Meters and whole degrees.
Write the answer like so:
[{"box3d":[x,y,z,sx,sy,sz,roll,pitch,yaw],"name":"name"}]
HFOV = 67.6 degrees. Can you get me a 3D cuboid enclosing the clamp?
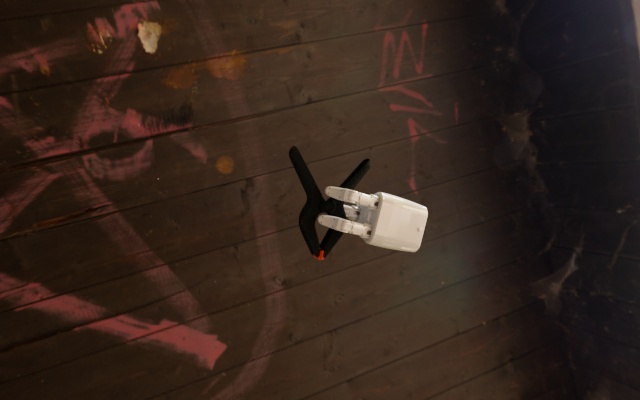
[{"box3d":[0.000,0.003,0.896,0.164,0.210,0.036,15,-2,-20],"name":"clamp"}]
